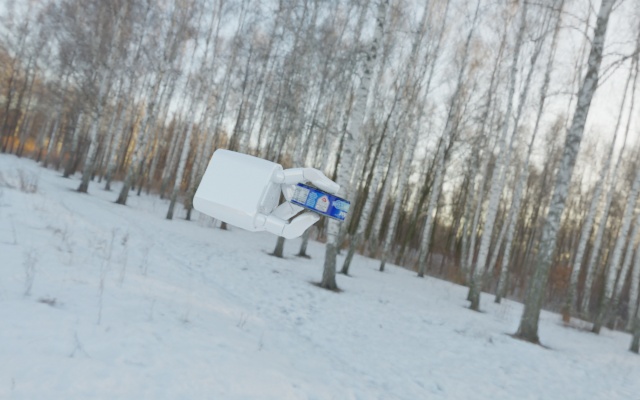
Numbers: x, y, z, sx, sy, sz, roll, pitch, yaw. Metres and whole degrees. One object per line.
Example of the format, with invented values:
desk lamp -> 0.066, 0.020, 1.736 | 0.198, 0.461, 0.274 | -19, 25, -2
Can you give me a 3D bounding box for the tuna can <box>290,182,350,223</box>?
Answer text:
tuna can -> 0.000, 0.002, 0.708 | 0.086, 0.034, 0.086 | 21, 0, 0
